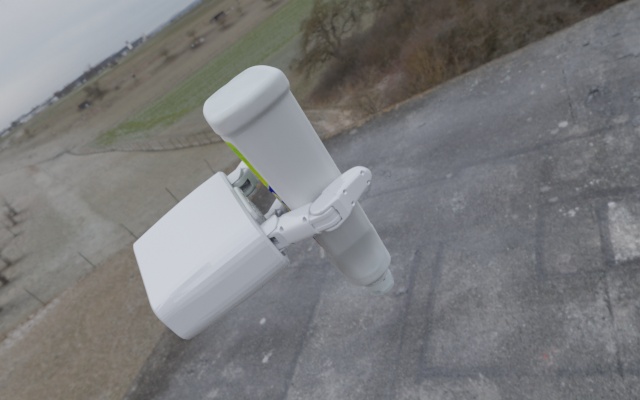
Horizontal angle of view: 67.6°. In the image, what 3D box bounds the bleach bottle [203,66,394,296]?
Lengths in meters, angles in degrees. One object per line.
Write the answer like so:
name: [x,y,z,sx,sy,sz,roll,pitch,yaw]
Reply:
bleach bottle: [0.000,0.001,0.432,0.068,0.251,0.102,-39,27,-4]
